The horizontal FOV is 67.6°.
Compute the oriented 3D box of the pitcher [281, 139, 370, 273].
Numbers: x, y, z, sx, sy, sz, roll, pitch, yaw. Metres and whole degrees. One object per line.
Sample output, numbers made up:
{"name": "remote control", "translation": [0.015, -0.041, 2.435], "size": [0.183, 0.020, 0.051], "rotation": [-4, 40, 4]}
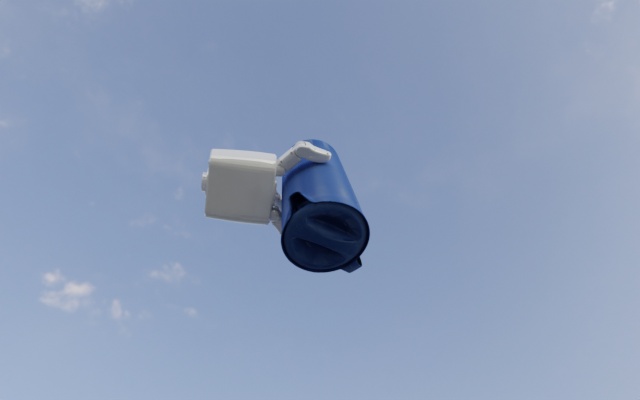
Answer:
{"name": "pitcher", "translation": [0.000, 0.003, 0.803], "size": [0.145, 0.149, 0.242], "rotation": [6, 32, -11]}
